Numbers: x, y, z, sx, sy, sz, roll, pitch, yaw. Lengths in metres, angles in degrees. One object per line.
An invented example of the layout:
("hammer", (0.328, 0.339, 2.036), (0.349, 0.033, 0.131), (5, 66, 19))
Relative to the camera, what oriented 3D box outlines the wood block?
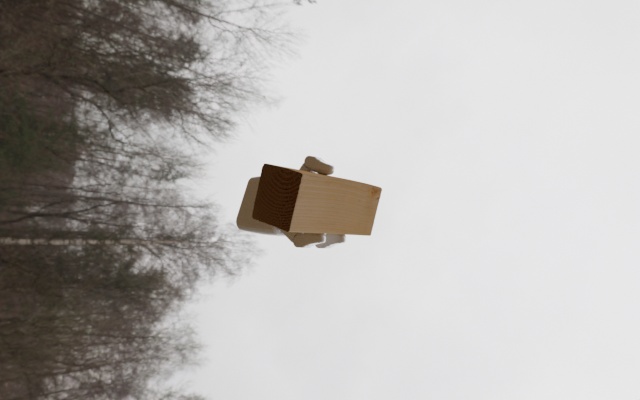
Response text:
("wood block", (0.000, 0.002, 0.792), (0.090, 0.091, 0.206), (17, 7, 41))
